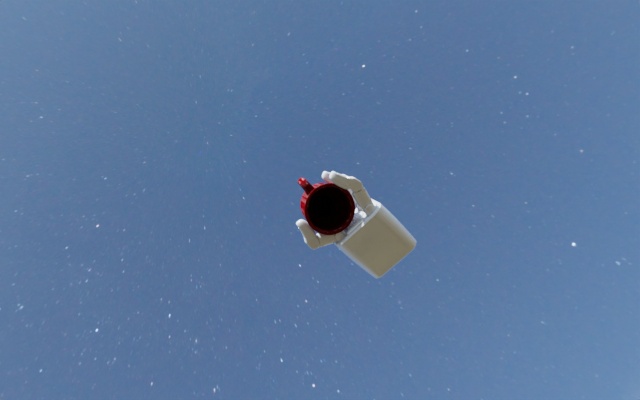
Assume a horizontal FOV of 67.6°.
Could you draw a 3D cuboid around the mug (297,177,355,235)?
[{"bbox_3d":[-0.001,0.002,0.880,0.117,0.093,0.081,44,-3,-14],"label":"mug"}]
